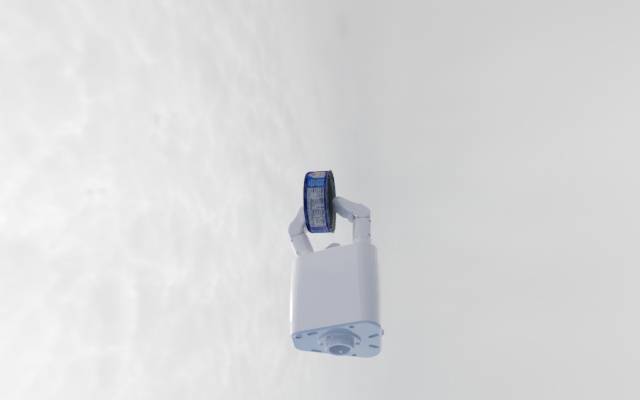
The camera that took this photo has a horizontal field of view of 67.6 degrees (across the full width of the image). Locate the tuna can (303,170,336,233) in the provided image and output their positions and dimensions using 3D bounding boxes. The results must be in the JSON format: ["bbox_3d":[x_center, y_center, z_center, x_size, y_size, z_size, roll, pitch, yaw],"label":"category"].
[{"bbox_3d":[0.000,0.002,0.647,0.034,0.086,0.086,-2,0,9],"label":"tuna can"}]
